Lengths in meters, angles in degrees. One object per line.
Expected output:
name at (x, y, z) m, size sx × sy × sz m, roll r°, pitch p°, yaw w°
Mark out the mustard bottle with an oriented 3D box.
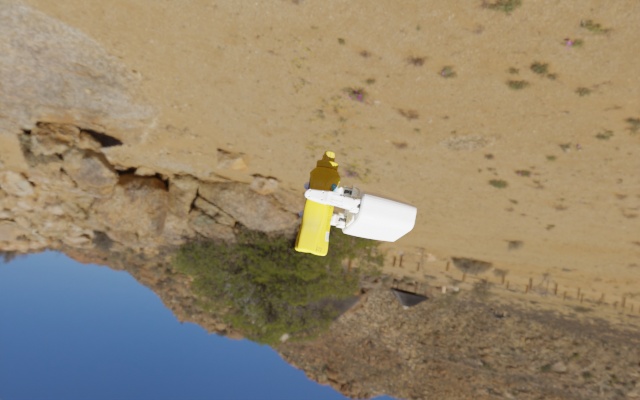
mustard bottle at (0.000, 0.003, 0.882) m, size 0.058 × 0.191 × 0.096 m, roll 10°, pitch -6°, yaw 12°
